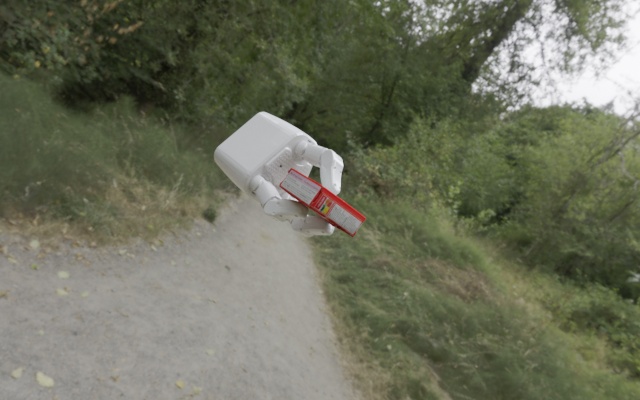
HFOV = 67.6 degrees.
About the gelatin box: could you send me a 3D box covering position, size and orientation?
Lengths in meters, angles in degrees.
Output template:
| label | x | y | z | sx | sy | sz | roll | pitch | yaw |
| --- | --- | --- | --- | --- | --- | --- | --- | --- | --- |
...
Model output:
| label | x | y | z | sx | sy | sz | roll | pitch | yaw |
| --- | --- | --- | --- | --- | --- | --- | --- | --- | --- |
| gelatin box | 0.001 | 0.002 | 0.559 | 0.073 | 0.030 | 0.089 | 36 | -3 | -33 |
